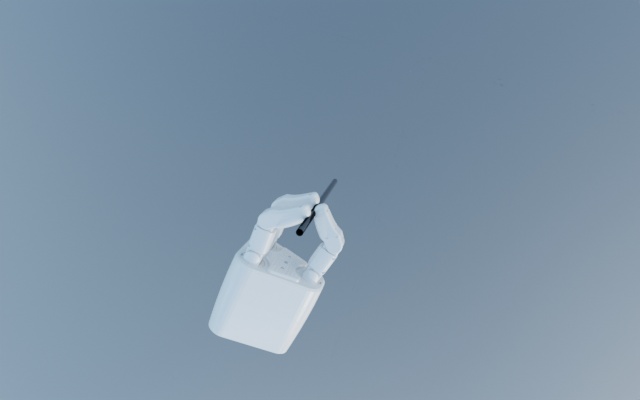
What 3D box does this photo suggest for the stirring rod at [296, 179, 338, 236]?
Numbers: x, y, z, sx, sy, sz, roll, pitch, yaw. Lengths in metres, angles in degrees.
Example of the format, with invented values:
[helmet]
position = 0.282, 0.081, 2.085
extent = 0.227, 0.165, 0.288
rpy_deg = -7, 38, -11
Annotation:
[stirring rod]
position = 0.000, 0.002, 0.603
extent = 0.011, 0.011, 0.239
rpy_deg = 0, 15, 11
